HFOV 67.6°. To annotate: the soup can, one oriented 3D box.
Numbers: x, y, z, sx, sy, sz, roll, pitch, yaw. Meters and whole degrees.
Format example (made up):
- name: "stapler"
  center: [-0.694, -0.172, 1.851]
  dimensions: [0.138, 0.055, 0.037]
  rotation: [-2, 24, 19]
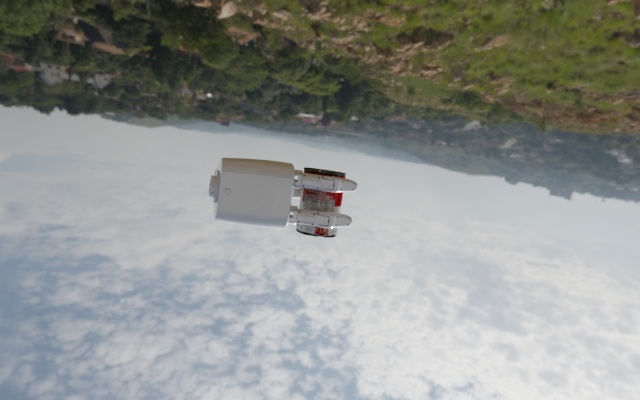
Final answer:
- name: "soup can"
  center: [0.001, 0.003, 0.759]
  dimensions: [0.068, 0.102, 0.068]
  rotation: [8, 6, -1]
